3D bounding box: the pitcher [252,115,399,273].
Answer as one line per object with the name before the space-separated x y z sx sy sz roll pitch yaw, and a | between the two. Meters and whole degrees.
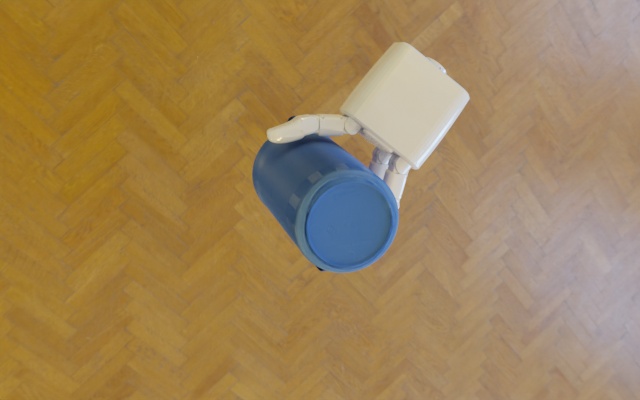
pitcher | 0.000 0.002 0.574 0.149 0.145 0.242 39 3 -21
